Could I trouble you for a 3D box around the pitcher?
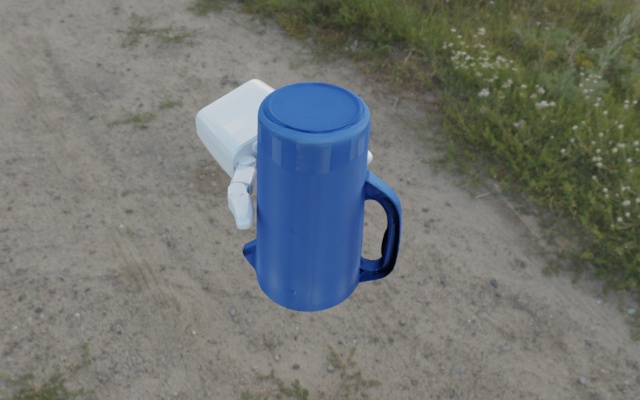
[{"bbox_3d":[0.000,0.002,0.527,0.149,0.243,0.145,-23,48,-26],"label":"pitcher"}]
